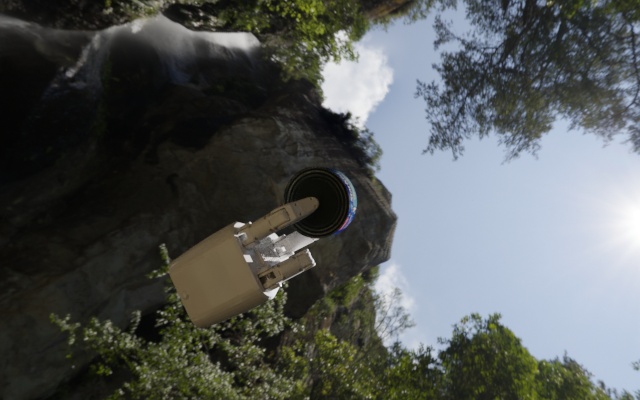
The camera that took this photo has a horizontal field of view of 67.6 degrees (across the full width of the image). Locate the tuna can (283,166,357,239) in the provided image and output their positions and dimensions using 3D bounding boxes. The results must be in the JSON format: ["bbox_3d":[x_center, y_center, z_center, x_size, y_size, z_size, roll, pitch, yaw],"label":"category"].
[{"bbox_3d":[0.000,0.002,0.578,0.086,0.086,0.034,0,3,23],"label":"tuna can"}]
